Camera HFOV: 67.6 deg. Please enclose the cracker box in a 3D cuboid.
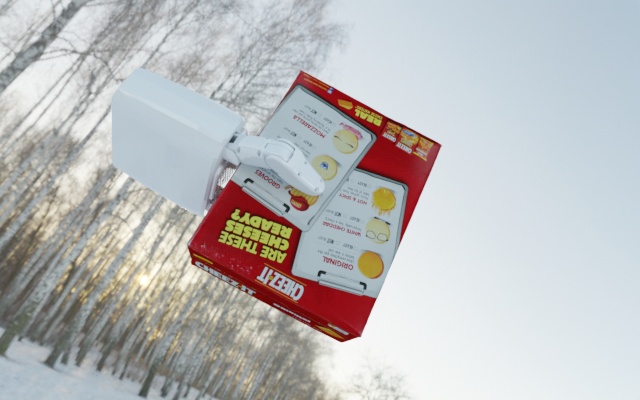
[{"bbox_3d":[0.000,0.001,0.461,0.164,0.213,0.072,28,-25,0],"label":"cracker box"}]
